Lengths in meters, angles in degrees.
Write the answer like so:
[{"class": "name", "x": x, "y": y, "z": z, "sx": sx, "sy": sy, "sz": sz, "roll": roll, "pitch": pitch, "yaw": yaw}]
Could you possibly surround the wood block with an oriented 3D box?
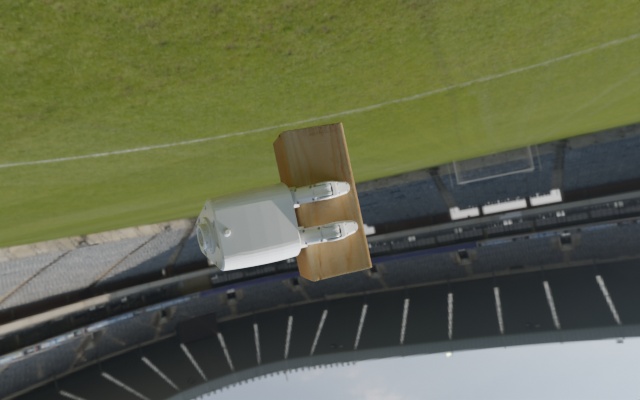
[{"class": "wood block", "x": 0.000, "y": 0.002, "z": 0.693, "sx": 0.090, "sy": 0.206, "sz": 0.091, "roll": -11, "pitch": -1, "yaw": -14}]
